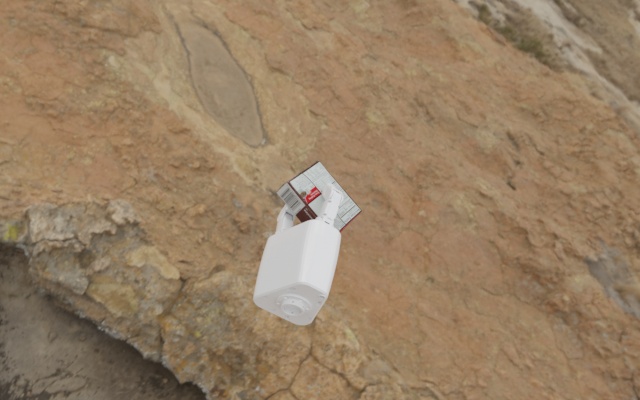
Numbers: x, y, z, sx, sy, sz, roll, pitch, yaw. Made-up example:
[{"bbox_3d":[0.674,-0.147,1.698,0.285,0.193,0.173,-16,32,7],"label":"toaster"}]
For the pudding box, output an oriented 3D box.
[{"bbox_3d":[0.000,0.002,0.753,0.039,0.113,0.090,-40,-1,43],"label":"pudding box"}]
